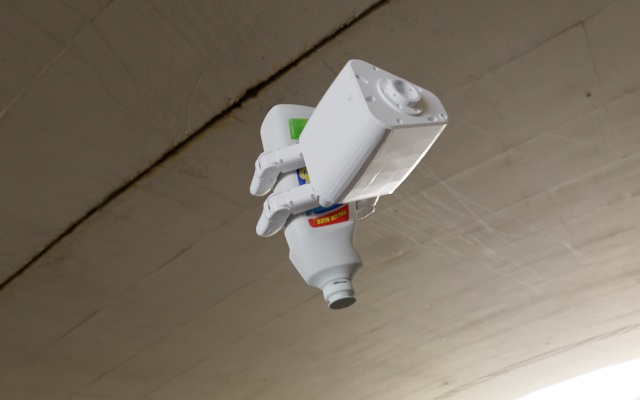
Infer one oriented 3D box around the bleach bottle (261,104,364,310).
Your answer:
[{"bbox_3d":[0.000,0.002,0.542,0.102,0.250,0.068,5,-39,-28],"label":"bleach bottle"}]
